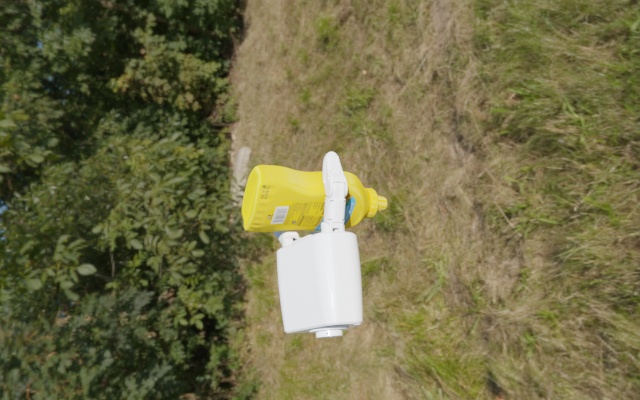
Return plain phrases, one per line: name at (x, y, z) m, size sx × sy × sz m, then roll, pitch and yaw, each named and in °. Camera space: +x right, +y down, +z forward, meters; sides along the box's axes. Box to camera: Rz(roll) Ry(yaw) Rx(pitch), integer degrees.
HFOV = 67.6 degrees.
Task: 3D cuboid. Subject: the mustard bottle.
mustard bottle at (0.000, 0.002, 0.623) m, size 0.191 × 0.058 × 0.096 m, roll 2°, pitch -44°, yaw -22°
